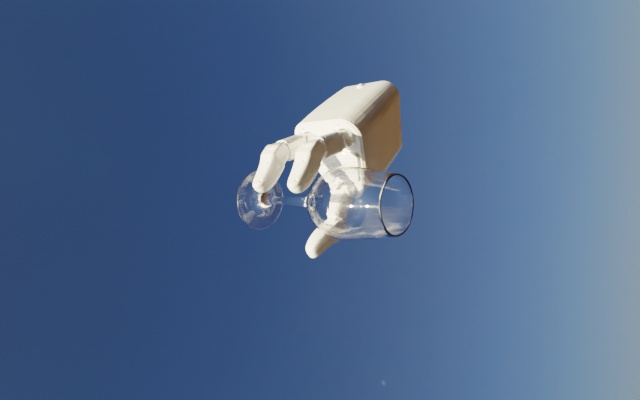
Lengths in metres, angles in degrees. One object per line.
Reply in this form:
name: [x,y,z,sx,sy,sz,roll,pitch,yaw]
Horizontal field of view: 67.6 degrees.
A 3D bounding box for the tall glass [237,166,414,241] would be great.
tall glass: [0.000,0.002,0.526,0.201,0.079,0.079,3,2,42]
